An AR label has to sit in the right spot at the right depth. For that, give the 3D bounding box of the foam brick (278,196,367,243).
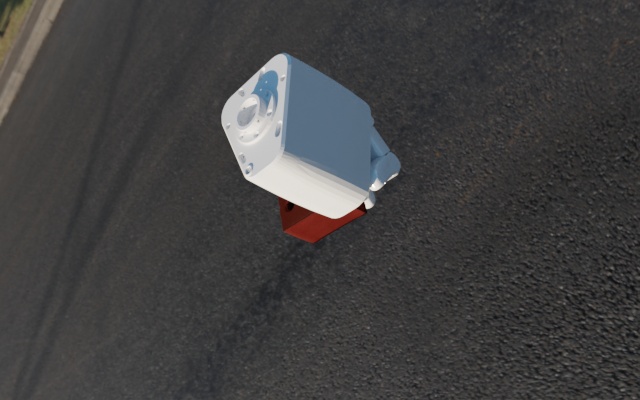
[{"bbox_3d":[0.000,0.002,0.504,0.078,0.053,0.051,-33,-37,31],"label":"foam brick"}]
